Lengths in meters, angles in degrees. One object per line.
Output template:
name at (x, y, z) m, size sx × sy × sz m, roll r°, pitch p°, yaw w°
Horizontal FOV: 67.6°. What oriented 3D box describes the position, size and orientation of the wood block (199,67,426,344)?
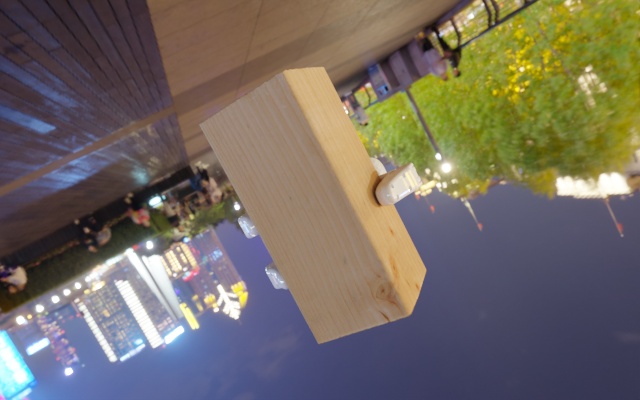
wood block at (0.001, 0.001, 0.409) m, size 0.091 × 0.206 × 0.090 m, roll -25°, pitch 6°, yaw 26°
